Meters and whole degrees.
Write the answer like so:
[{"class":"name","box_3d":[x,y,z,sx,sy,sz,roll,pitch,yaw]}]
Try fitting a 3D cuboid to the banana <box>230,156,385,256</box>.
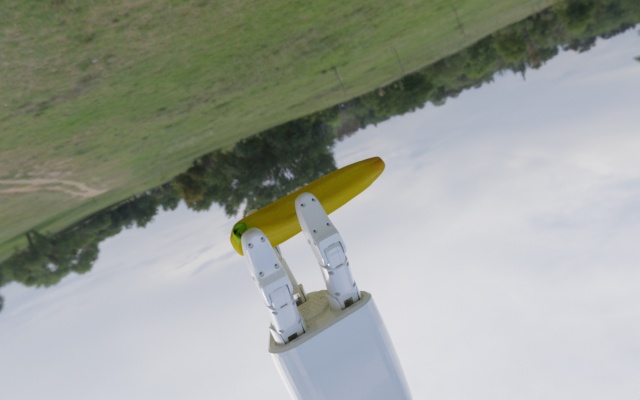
[{"class":"banana","box_3d":[-0.014,0.007,0.440,0.069,0.037,0.197,-21,6,46]}]
